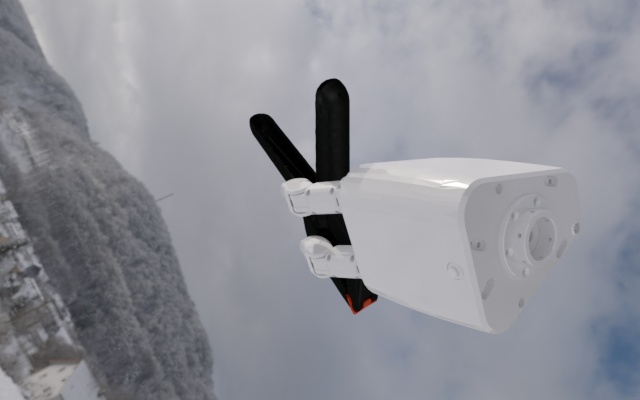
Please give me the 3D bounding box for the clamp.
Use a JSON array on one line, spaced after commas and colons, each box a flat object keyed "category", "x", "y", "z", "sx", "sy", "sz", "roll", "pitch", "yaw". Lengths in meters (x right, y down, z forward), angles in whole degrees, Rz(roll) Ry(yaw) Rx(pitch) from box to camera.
[{"category": "clamp", "x": 0.001, "y": 0.002, "z": 0.434, "sx": 0.036, "sy": 0.210, "sz": 0.164, "roll": -26, "pitch": 18, "yaw": -24}]
